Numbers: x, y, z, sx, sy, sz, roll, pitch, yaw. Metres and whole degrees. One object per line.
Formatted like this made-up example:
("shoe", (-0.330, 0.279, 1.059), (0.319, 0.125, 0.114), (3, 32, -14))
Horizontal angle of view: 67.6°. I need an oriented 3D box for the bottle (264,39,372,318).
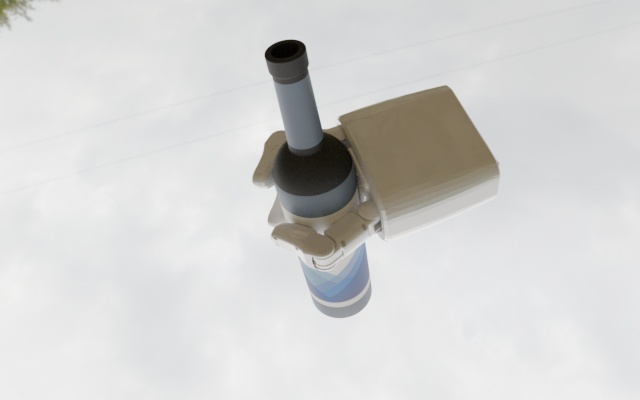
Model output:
("bottle", (0.000, 0.002, 0.413), (0.069, 0.069, 0.296), (0, -41, 12))
